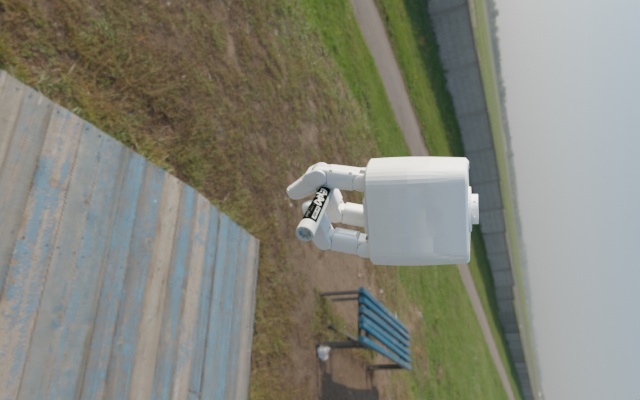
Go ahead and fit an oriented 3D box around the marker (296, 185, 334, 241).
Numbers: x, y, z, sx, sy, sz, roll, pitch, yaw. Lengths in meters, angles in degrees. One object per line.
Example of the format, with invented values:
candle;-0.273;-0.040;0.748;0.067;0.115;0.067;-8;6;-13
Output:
marker;0.000;0.002;0.523;0.020;0.020;0.121;0;32;18
